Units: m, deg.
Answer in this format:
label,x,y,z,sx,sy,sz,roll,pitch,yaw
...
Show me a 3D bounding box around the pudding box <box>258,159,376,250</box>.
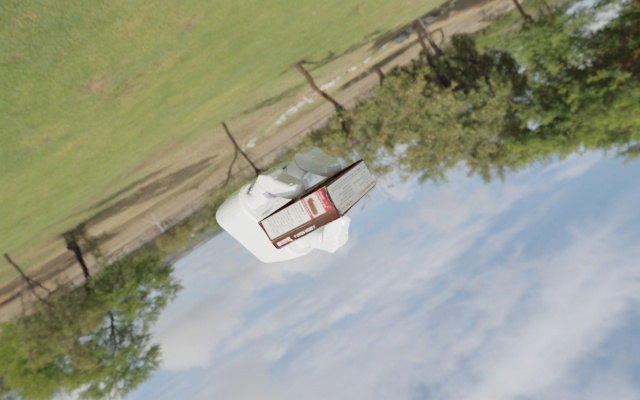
label,x,y,z,sx,sy,sz,roll,pitch,yaw
pudding box,0.000,0.002,0.509,0.090,0.039,0.113,-29,6,30
